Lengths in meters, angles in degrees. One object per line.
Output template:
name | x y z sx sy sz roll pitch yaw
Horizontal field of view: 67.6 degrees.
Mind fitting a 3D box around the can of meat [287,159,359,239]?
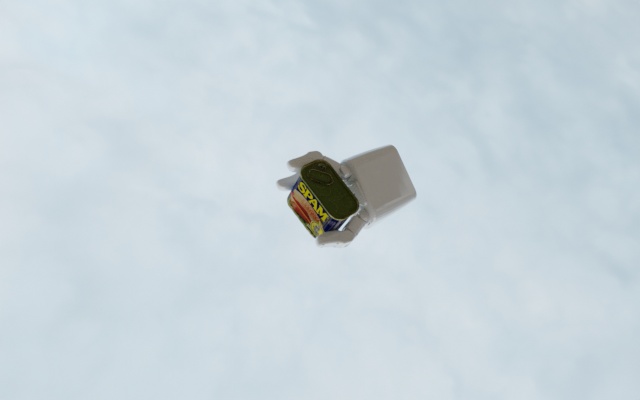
can of meat | 0.000 0.003 0.734 0.057 0.102 0.084 -29 -15 -33
